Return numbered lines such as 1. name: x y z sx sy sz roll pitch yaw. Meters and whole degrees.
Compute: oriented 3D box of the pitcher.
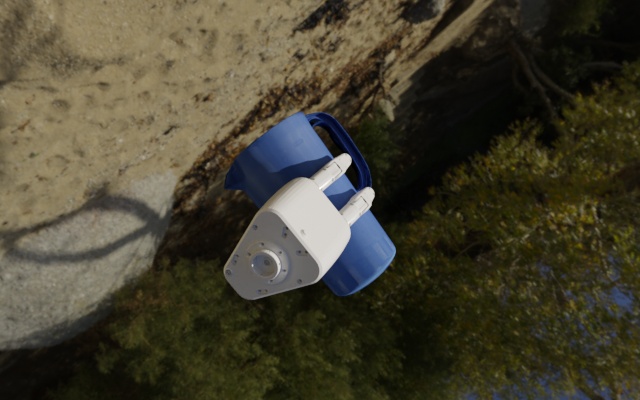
1. pitcher: 0.000 0.002 0.666 0.149 0.243 0.145 -37 4 23
